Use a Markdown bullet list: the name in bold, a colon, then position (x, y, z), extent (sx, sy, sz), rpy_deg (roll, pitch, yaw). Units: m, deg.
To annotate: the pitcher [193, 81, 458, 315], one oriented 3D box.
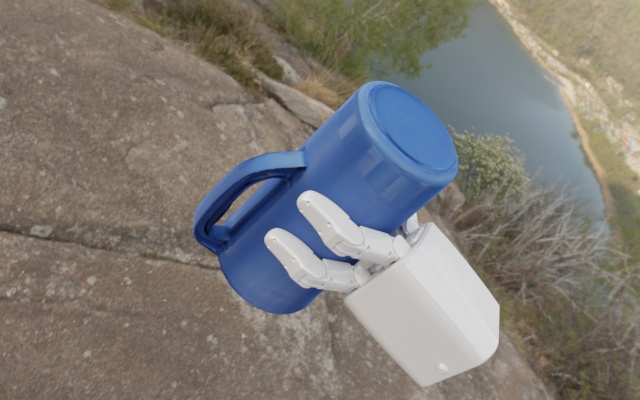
- **pitcher**: position (0.000, 0.002, 0.455), extent (0.243, 0.145, 0.149), rpy_deg (-44, -6, 40)
